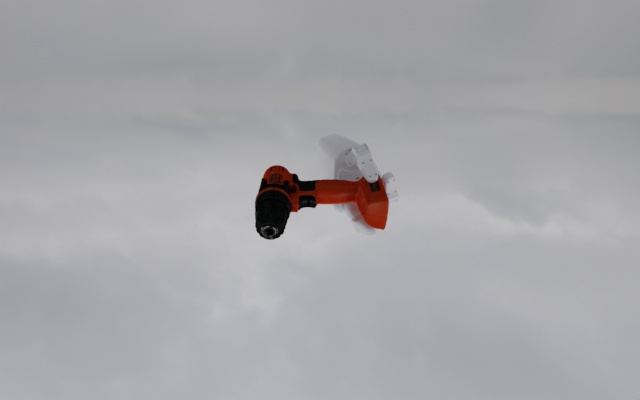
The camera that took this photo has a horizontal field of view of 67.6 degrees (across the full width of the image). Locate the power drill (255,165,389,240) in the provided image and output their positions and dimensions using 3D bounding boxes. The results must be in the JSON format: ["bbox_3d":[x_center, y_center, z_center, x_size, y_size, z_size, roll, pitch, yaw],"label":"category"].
[{"bbox_3d":[0.001,0.002,0.691,0.187,0.057,0.184,4,28,-4],"label":"power drill"}]
